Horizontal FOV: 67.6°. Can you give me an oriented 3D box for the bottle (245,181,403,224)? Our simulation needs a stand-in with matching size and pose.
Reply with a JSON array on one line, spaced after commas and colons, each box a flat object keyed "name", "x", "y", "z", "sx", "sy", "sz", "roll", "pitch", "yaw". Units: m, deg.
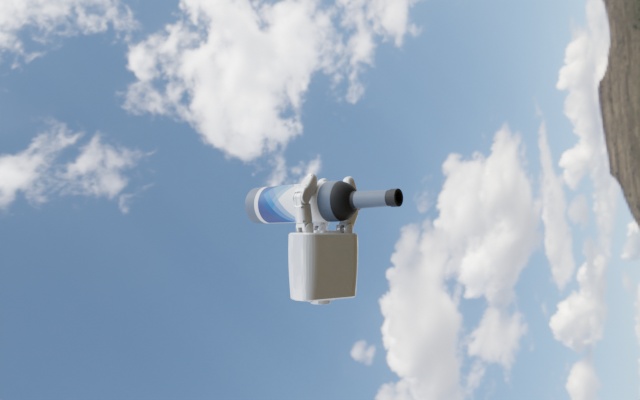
[{"name": "bottle", "x": 0.000, "y": 0.003, "z": 0.795, "sx": 0.296, "sy": 0.069, "sz": 0.069, "roll": -3, "pitch": -2, "yaw": 38}]
